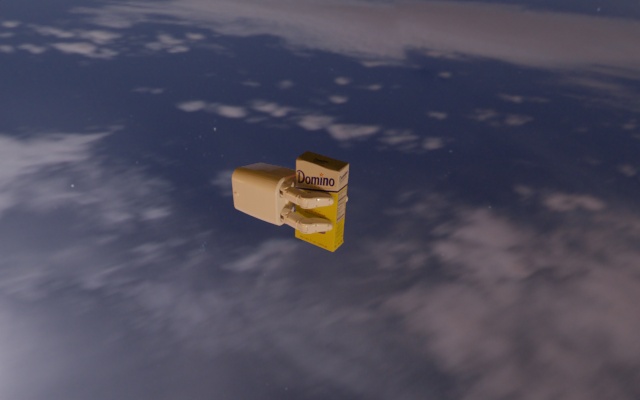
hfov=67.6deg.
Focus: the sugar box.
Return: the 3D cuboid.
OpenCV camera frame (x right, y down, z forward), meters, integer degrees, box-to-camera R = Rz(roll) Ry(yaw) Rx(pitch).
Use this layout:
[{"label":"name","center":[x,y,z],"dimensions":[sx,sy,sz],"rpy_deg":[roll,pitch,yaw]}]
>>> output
[{"label":"sugar box","center":[0.000,0.003,0.899],"dimensions":[0.093,0.176,0.048],"rpy_deg":[19,37,26]}]
